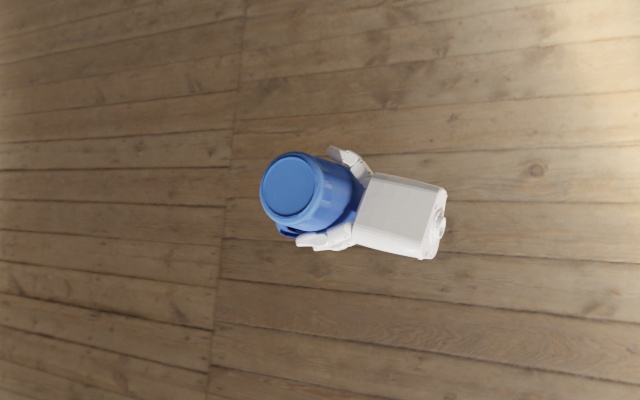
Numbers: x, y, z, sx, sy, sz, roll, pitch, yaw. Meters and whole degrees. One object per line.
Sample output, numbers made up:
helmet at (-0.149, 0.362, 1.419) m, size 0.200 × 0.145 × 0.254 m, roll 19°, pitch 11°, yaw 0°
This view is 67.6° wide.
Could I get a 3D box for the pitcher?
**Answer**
pitcher at (0.000, 0.003, 0.782) m, size 0.145 × 0.149 × 0.243 m, roll 15°, pitch 0°, yaw 28°
